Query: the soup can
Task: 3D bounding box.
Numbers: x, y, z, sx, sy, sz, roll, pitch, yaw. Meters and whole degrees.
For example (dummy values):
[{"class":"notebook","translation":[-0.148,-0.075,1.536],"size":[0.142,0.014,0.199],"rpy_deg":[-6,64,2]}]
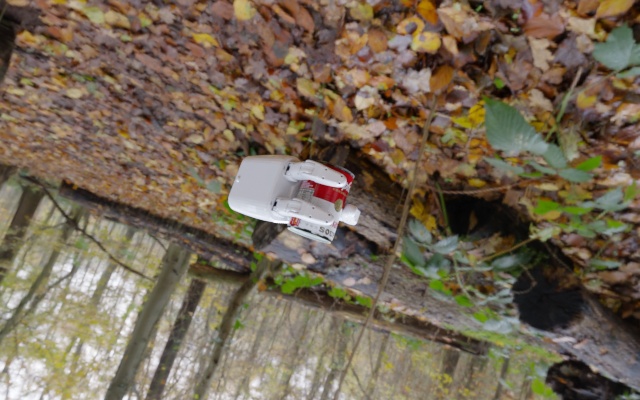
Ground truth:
[{"class":"soup can","translation":[0.000,0.003,0.677],"size":[0.068,0.102,0.068],"rpy_deg":[19,-10,3]}]
